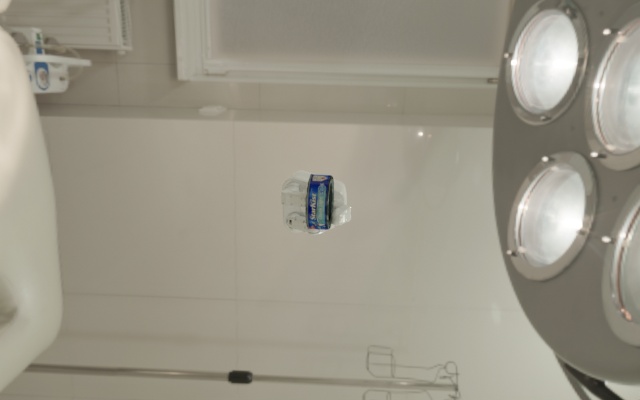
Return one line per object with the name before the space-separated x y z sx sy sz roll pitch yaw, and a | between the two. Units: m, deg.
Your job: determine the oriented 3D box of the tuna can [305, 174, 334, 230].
tuna can | 0.001 0.002 0.734 0.034 0.086 0.086 3 0 7
